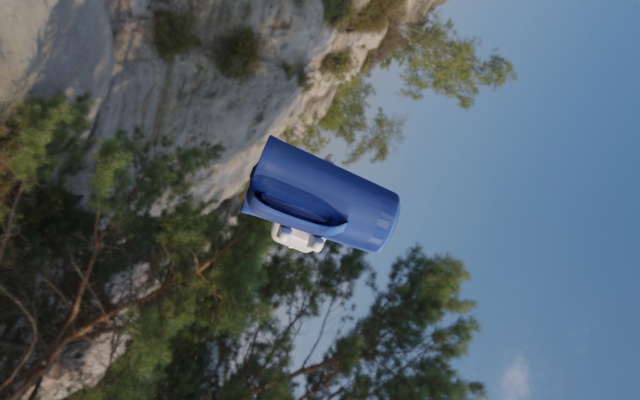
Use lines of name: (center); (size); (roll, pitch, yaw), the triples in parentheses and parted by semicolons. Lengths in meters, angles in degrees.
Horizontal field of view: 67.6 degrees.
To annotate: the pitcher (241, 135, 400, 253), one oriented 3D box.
pitcher: (0.000, 0.003, 0.771); (0.243, 0.149, 0.145); (21, -19, -6)
